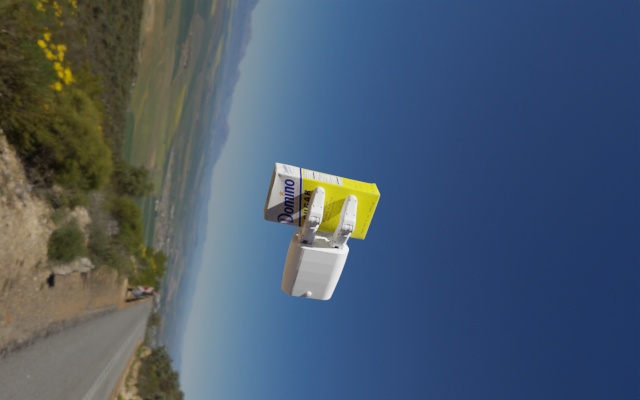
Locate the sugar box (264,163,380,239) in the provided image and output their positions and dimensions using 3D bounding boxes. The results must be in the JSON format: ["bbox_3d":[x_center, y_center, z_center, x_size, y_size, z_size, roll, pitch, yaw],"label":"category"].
[{"bbox_3d":[0.000,0.003,0.797,0.176,0.093,0.048,10,27,-13],"label":"sugar box"}]
